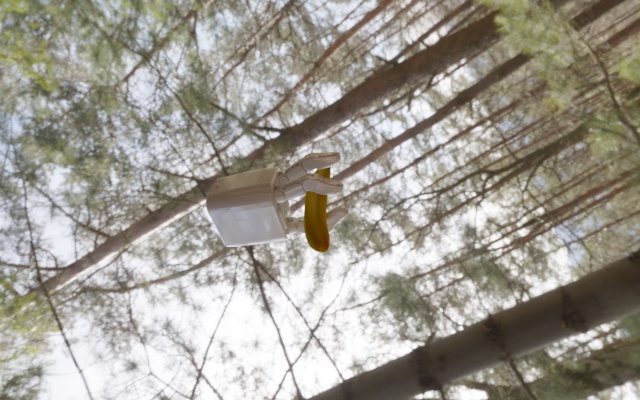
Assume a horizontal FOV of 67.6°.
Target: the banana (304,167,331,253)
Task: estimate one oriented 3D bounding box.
[{"bbox_3d":[-0.004,0.012,0.731,0.037,0.197,0.070,11,-43,-9],"label":"banana"}]
